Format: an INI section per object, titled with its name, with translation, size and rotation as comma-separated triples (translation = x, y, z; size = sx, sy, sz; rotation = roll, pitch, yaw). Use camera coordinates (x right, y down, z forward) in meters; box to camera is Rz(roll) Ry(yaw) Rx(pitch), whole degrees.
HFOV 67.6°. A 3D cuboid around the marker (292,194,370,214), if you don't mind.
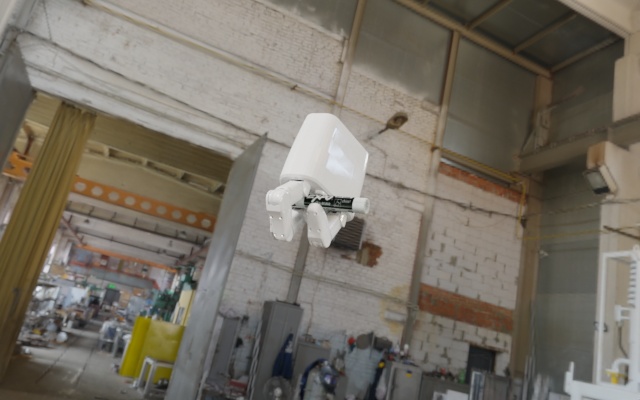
[marker]
translation = 0.000, 0.002, 0.584
size = 0.121, 0.020, 0.020
rotation = 5, 2, 25
